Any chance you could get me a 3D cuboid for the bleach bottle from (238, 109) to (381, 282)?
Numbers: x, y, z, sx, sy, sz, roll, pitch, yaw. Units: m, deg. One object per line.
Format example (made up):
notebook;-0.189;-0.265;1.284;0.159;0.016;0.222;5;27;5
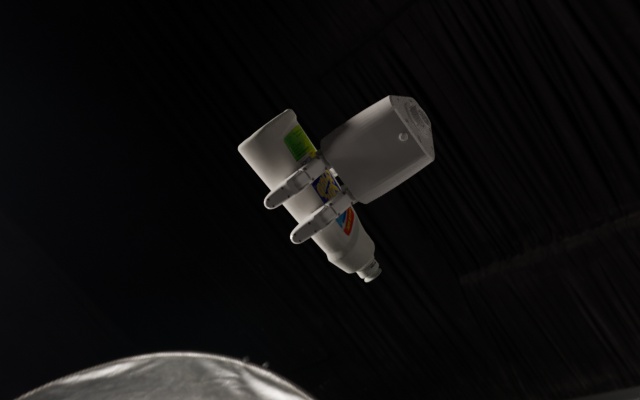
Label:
bleach bottle;0.000;0.002;0.647;0.068;0.251;0.102;-32;11;29
